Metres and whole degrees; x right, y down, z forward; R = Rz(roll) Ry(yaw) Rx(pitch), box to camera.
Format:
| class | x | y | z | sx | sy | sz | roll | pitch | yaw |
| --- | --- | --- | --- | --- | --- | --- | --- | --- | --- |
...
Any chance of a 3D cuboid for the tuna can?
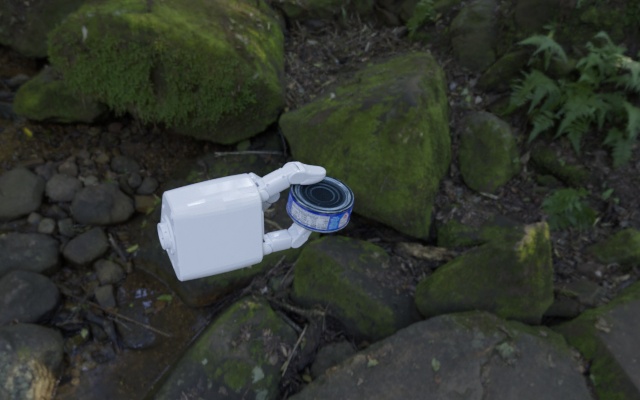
| class | x | y | z | sx | sy | sz | roll | pitch | yaw |
| --- | --- | --- | --- | --- | --- | --- | --- | --- | --- |
| tuna can | 0.000 | 0.002 | 0.625 | 0.086 | 0.034 | 0.086 | 9 | 37 | -7 |
